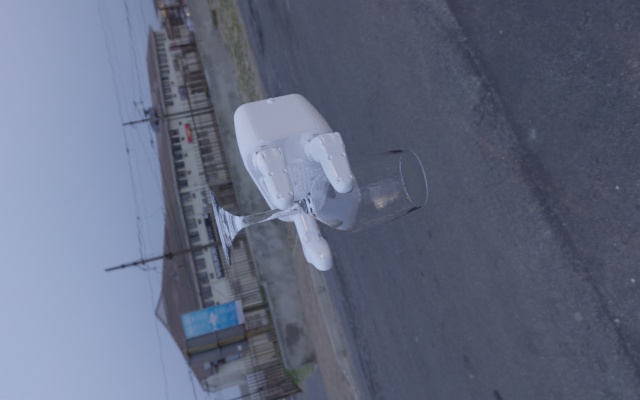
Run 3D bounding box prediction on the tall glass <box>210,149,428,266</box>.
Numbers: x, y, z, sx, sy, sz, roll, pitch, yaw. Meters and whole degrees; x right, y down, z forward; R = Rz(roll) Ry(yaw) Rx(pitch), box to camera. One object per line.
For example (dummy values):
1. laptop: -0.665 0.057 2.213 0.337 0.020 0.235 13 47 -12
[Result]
1. tall glass: -0.001 0.002 0.468 0.201 0.079 0.079 -14 2 -10
